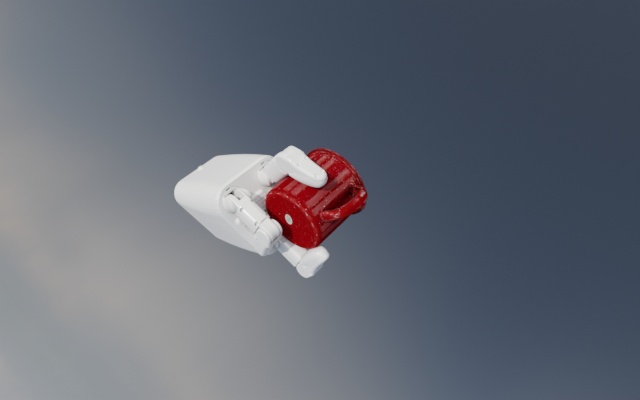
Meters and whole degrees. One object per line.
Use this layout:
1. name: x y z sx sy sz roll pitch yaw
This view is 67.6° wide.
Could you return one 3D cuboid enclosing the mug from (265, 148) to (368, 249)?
1. mug: 0.001 0.002 0.534 0.117 0.093 0.081 7 40 46
